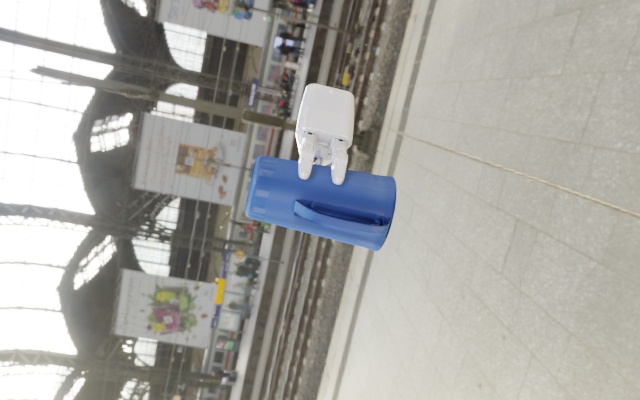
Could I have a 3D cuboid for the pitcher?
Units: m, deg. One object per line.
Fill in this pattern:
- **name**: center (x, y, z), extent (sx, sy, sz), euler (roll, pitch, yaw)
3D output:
- **pitcher**: center (0.000, 0.002, 0.808), extent (0.243, 0.145, 0.149), euler (12, -26, -7)
